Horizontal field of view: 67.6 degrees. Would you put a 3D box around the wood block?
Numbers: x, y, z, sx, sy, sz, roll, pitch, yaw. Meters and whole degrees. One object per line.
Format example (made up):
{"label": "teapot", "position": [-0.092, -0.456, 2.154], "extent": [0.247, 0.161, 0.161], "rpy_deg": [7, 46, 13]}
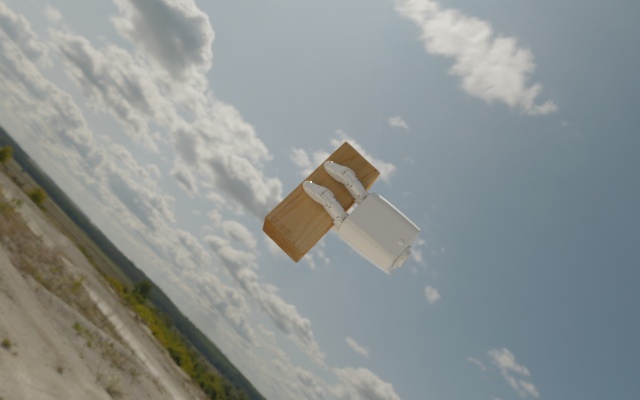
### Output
{"label": "wood block", "position": [0.000, 0.003, 0.863], "extent": [0.206, 0.090, 0.091], "rpy_deg": [-44, -7, -21]}
